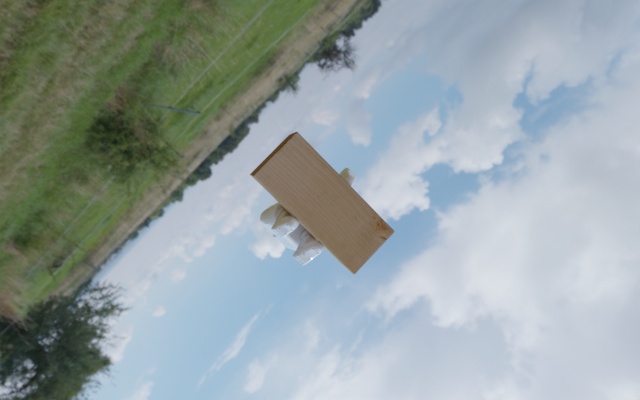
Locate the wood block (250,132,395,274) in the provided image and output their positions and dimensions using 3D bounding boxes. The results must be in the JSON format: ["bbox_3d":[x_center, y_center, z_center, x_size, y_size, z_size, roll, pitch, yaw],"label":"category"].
[{"bbox_3d":[0.000,0.002,0.723,0.206,0.091,0.090,45,-5,-12],"label":"wood block"}]
